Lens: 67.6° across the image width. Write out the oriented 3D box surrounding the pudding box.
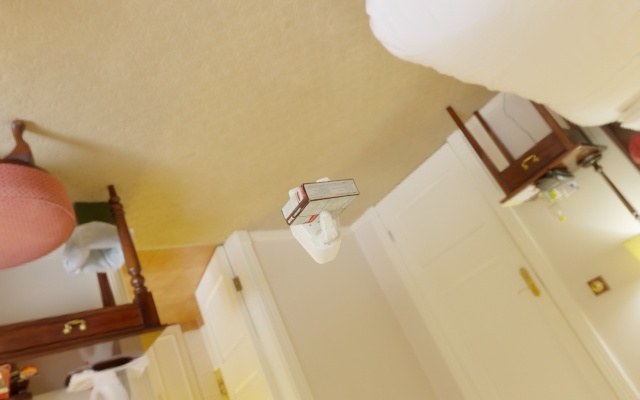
[{"bbox_3d":[0.000,0.003,0.842,0.113,0.039,0.090,-9,-27,-36],"label":"pudding box"}]
